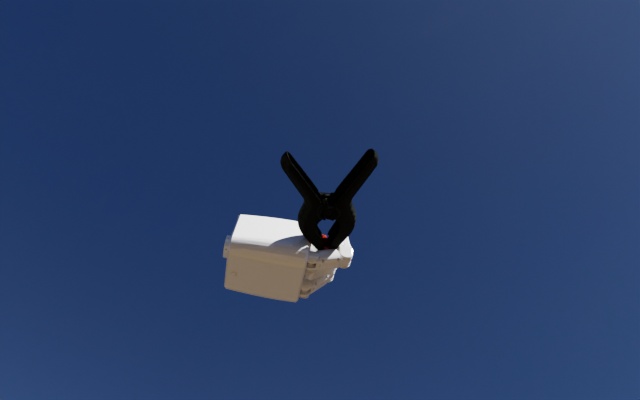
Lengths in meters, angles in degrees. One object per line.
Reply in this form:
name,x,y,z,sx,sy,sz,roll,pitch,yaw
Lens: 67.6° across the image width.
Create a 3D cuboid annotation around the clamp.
clamp,0.000,0.002,0.626,0.120,0.172,0.039,8,34,-6
